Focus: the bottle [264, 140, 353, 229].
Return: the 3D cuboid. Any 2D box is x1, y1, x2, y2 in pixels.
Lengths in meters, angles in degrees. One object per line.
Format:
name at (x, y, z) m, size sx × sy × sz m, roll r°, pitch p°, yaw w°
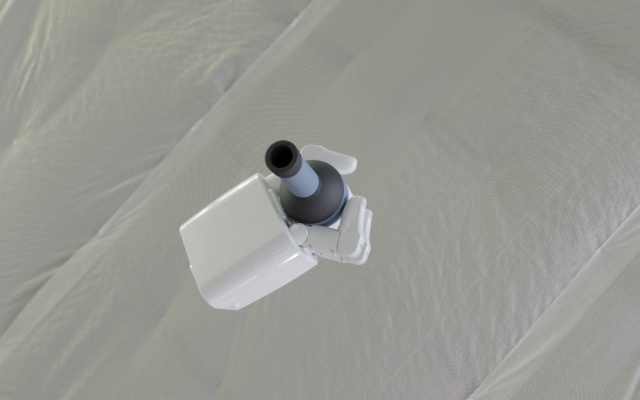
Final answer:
bottle at (0.000, 0.002, 0.506) m, size 0.069 × 0.069 × 0.296 m, roll 0°, pitch -14°, yaw 12°
